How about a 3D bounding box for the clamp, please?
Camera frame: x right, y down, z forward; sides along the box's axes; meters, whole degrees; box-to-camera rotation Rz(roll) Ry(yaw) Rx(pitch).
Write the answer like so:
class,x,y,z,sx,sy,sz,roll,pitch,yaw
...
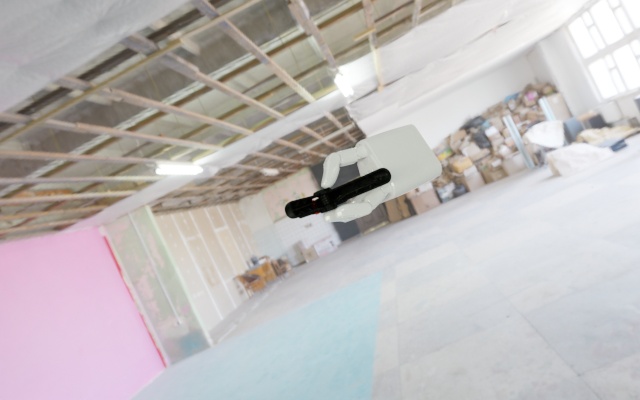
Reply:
class,x,y,z,sx,sy,sz,roll,pitch,yaw
clamp,0.000,0.002,0.759,0.164,0.036,0.210,-19,-3,-21
